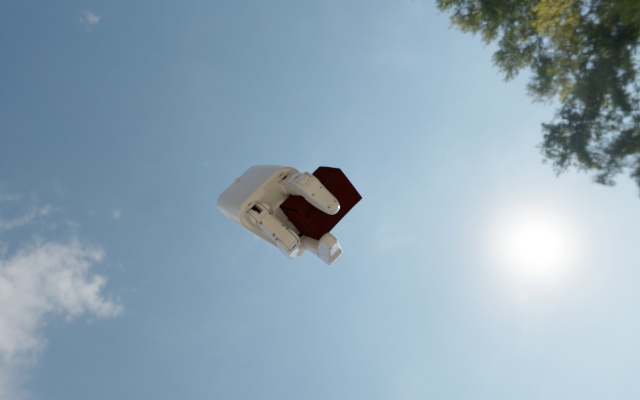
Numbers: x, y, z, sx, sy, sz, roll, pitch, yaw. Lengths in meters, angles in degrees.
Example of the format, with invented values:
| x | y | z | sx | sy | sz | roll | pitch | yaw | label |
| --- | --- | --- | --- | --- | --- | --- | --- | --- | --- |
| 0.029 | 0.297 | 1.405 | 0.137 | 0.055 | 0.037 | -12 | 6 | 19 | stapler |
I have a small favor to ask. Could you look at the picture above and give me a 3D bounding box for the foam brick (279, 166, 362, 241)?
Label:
| x | y | z | sx | sy | sz | roll | pitch | yaw | label |
| --- | --- | --- | --- | --- | --- | --- | --- | --- | --- |
| 0.000 | 0.002 | 0.588 | 0.078 | 0.053 | 0.051 | -45 | 25 | -17 | foam brick |
